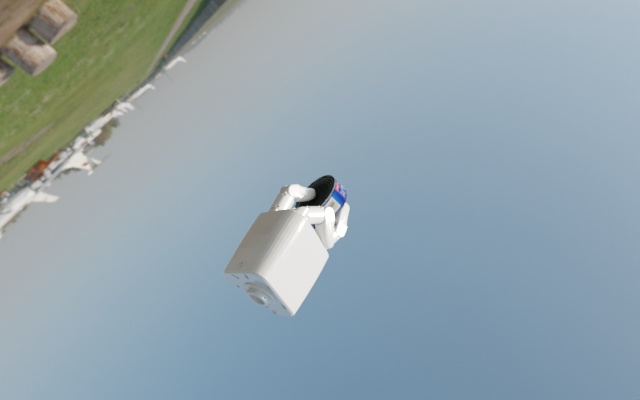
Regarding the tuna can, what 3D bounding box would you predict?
[{"bbox_3d":[0.001,0.003,0.760,0.034,0.086,0.086,44,-22,-25],"label":"tuna can"}]
